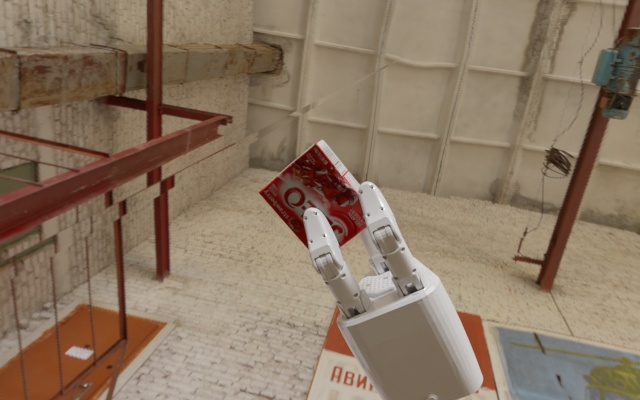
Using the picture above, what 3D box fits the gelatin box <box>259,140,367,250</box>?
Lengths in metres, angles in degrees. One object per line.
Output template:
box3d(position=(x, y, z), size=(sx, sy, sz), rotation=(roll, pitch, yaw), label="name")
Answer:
box3d(position=(0.000, 0.001, 0.441), size=(0.073, 0.089, 0.030), rotation=(-39, 4, 19), label="gelatin box")
